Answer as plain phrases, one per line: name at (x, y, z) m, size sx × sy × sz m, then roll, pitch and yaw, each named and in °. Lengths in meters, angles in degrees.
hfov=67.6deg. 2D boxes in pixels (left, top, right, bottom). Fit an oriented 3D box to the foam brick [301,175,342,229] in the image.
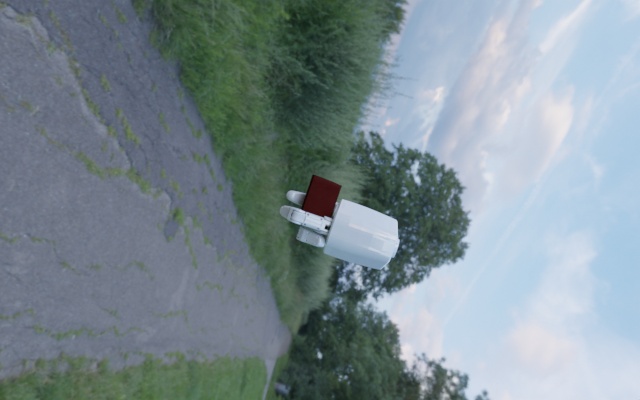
foam brick at (0.000, 0.002, 0.796) m, size 0.051 × 0.078 × 0.053 m, roll 19°, pitch 1°, yaw 3°
